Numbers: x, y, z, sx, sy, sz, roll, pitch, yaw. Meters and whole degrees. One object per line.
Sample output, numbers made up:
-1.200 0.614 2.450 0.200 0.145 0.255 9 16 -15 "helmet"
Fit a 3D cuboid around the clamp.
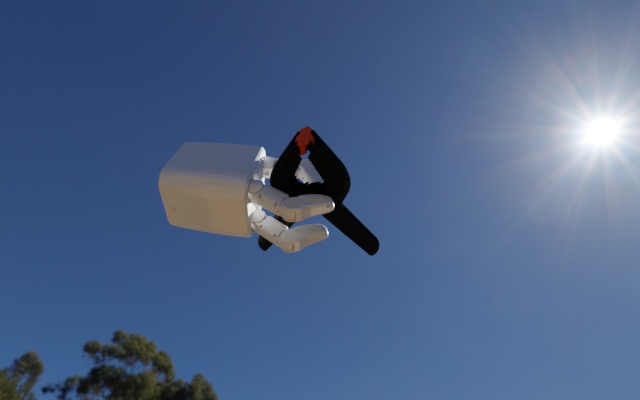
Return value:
0.000 0.001 0.586 0.164 0.036 0.210 5 -42 2 "clamp"
